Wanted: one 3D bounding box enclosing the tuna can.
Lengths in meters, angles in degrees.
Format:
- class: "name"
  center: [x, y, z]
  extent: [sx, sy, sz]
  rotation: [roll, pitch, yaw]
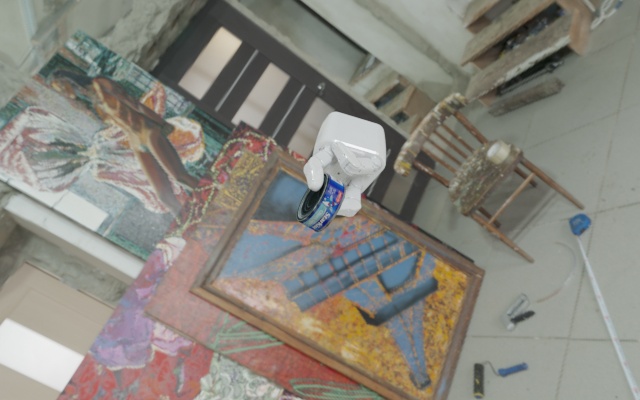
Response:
- class: "tuna can"
  center: [0.000, 0.002, 0.720]
  extent: [0.034, 0.086, 0.086]
  rotation: [30, -11, -18]
